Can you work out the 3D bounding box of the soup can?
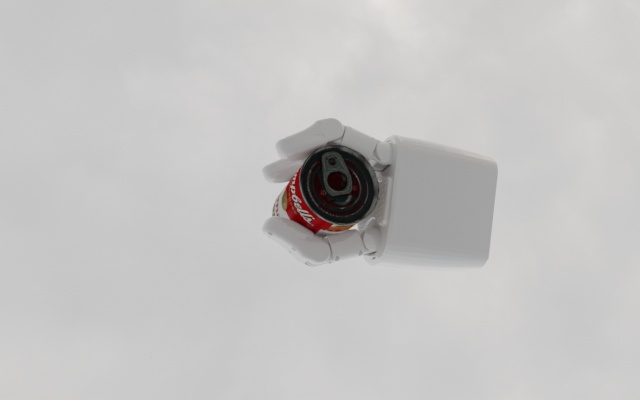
[{"bbox_3d":[-0.001,0.002,0.424,0.068,0.068,0.102,0,-17,-19],"label":"soup can"}]
